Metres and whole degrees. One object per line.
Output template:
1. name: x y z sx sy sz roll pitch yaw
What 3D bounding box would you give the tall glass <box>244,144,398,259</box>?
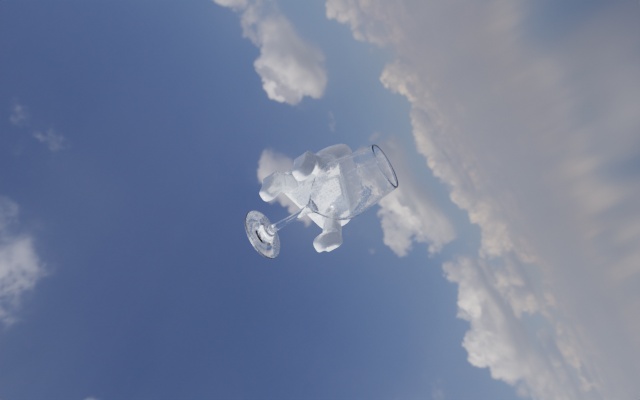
1. tall glass: 0.000 0.002 0.628 0.201 0.079 0.079 -29 -12 22
